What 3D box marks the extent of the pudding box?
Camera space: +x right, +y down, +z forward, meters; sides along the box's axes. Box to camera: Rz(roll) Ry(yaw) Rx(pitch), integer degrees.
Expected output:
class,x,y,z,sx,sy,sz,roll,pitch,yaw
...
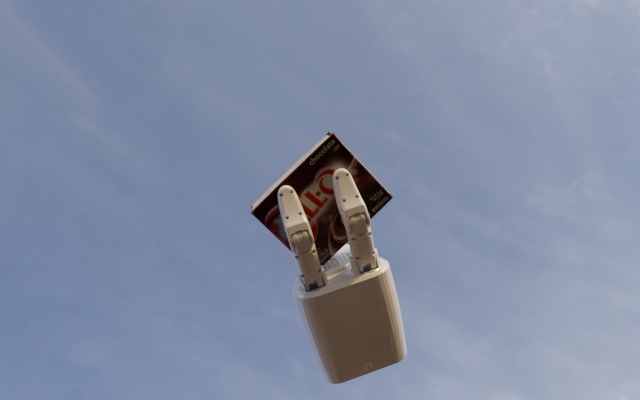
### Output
class,x,y,z,sx,sy,sz,roll,pitch,yaw
pudding box,0.000,0.002,0.479,0.090,0.113,0.039,45,0,-15
